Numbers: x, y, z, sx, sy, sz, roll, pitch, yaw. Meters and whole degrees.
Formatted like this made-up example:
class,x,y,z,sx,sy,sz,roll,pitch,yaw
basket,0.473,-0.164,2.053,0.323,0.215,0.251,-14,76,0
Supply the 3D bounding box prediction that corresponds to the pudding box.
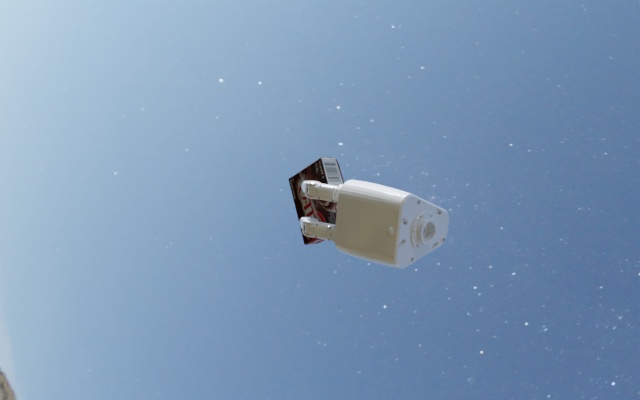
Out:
class,x,y,z,sx,sy,sz,roll,pitch,yaw
pudding box,0.000,0.002,0.727,0.039,0.113,0.090,-1,-18,-40
